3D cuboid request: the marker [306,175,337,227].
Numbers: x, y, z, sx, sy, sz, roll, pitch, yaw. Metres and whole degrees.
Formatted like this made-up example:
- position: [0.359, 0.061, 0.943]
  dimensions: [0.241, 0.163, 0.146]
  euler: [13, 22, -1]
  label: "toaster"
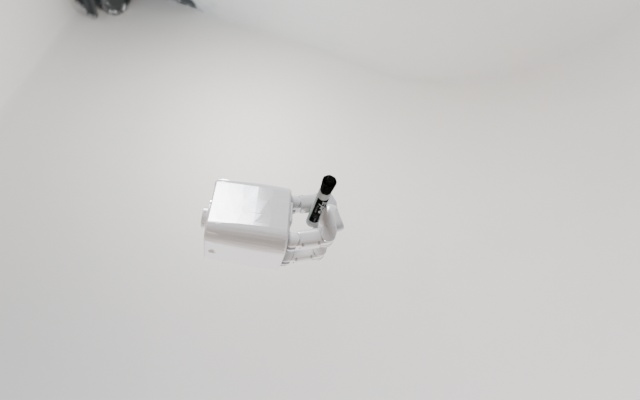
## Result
- position: [0.000, 0.002, 0.649]
  dimensions: [0.020, 0.020, 0.121]
  euler: [0, -29, -14]
  label: "marker"
